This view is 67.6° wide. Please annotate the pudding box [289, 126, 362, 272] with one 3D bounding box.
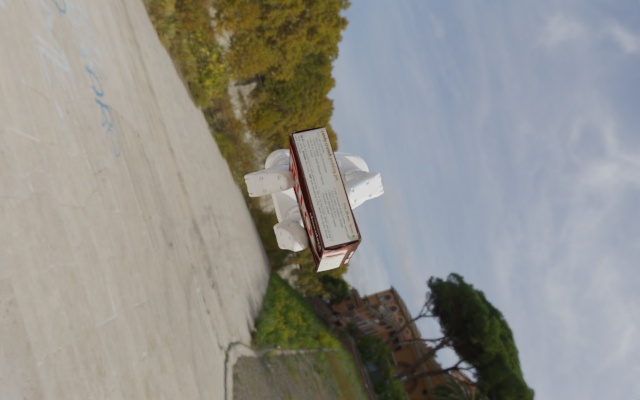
[{"bbox_3d":[0.000,0.001,0.442,0.039,0.113,0.090,-16,-17,-8],"label":"pudding box"}]
